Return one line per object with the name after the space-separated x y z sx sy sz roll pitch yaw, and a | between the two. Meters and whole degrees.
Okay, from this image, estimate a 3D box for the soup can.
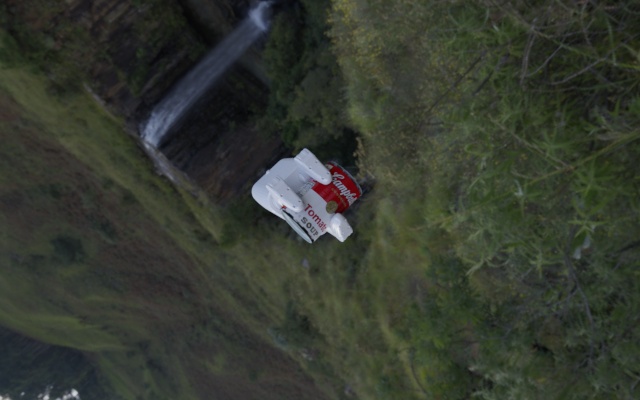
0.000 0.003 0.680 0.102 0.068 0.068 -44 11 -11 | soup can
